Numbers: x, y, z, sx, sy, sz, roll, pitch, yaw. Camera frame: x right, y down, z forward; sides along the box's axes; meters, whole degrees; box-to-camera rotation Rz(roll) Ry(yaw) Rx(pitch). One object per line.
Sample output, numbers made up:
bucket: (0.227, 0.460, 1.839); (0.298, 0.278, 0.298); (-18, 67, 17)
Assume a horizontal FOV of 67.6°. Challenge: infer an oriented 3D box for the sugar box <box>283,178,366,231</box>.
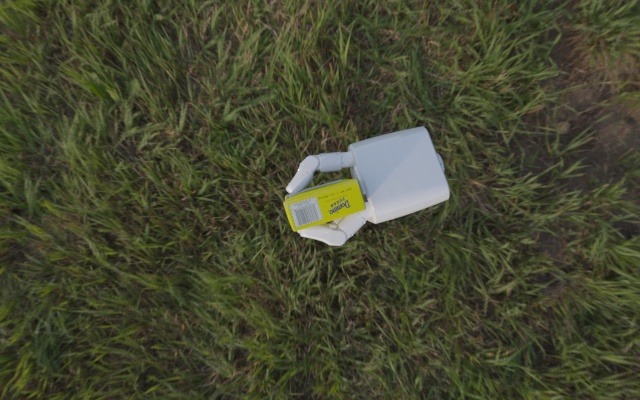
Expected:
sugar box: (0.000, 0.003, 0.645); (0.093, 0.048, 0.176); (-16, 1, -2)
